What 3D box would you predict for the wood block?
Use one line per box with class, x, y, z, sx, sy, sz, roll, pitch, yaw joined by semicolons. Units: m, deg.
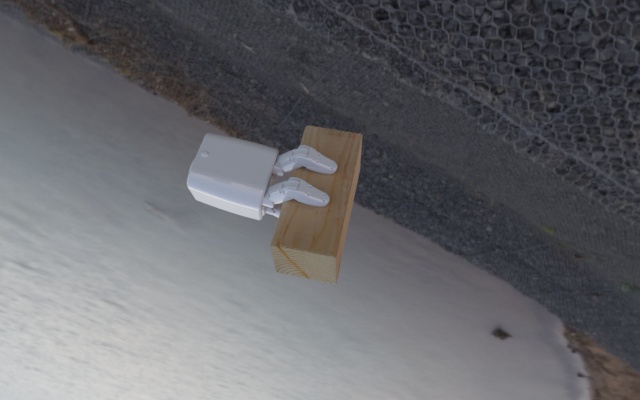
wood block;0.000;0.002;0.694;0.090;0.206;0.091;10;-31;7
